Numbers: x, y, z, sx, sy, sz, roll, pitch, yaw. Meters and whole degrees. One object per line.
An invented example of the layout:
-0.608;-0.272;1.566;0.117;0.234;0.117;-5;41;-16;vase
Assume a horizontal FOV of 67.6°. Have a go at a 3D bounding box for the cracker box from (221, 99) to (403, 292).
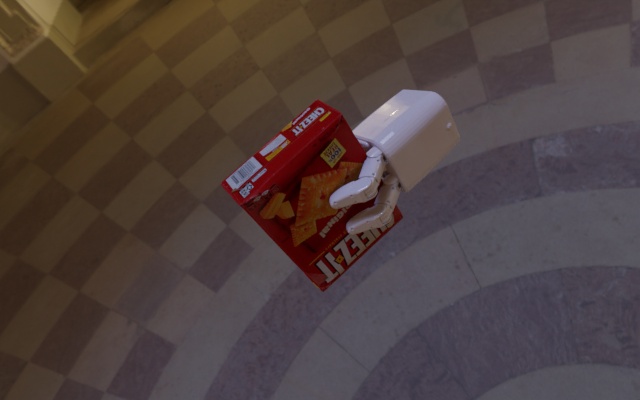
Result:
0.000;0.002;0.638;0.072;0.164;0.214;42;-8;49;cracker box
